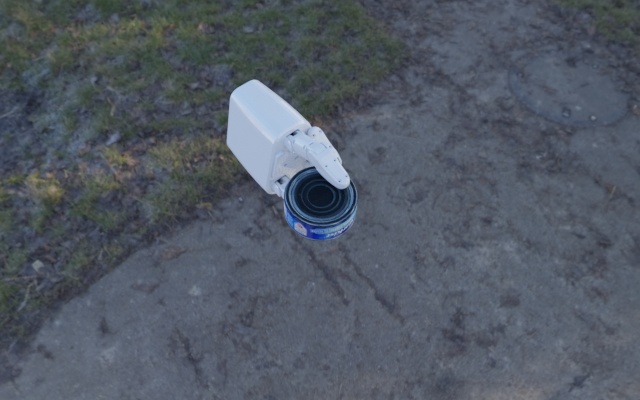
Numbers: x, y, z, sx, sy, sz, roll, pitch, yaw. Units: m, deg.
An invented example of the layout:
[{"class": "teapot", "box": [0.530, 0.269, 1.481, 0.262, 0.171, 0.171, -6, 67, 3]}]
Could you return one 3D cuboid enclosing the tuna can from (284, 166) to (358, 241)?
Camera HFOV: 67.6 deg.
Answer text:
[{"class": "tuna can", "box": [0.000, 0.002, 0.552, 0.086, 0.086, 0.034, 0, -33, -3]}]
